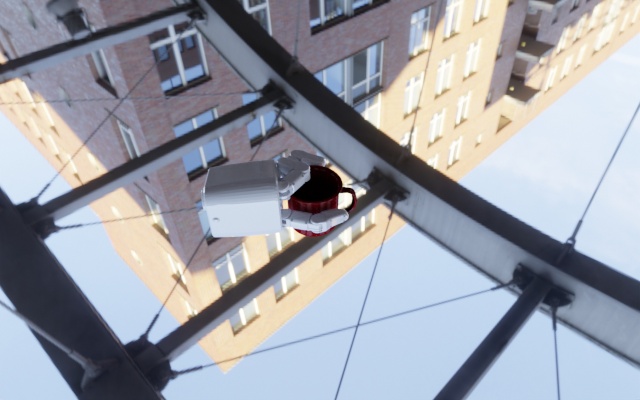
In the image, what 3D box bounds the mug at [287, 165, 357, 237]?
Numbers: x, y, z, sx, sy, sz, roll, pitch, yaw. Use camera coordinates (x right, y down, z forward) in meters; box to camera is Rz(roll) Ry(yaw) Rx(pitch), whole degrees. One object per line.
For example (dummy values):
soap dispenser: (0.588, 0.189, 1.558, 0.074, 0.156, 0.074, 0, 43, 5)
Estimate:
mug: (0.002, 0.003, 0.766, 0.117, 0.082, 0.093, -4, 42, -4)
